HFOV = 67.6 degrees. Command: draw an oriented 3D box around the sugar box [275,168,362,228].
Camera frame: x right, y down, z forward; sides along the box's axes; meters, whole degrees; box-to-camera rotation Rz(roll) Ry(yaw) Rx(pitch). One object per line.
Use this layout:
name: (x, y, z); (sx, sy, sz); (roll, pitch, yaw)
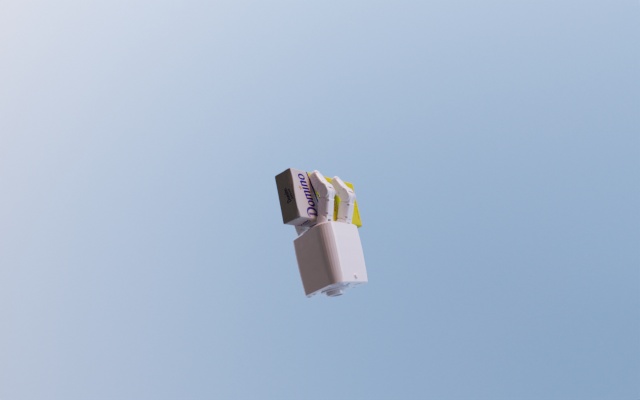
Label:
sugar box: (0.001, 0.003, 0.867); (0.048, 0.093, 0.176); (-26, -23, 33)
